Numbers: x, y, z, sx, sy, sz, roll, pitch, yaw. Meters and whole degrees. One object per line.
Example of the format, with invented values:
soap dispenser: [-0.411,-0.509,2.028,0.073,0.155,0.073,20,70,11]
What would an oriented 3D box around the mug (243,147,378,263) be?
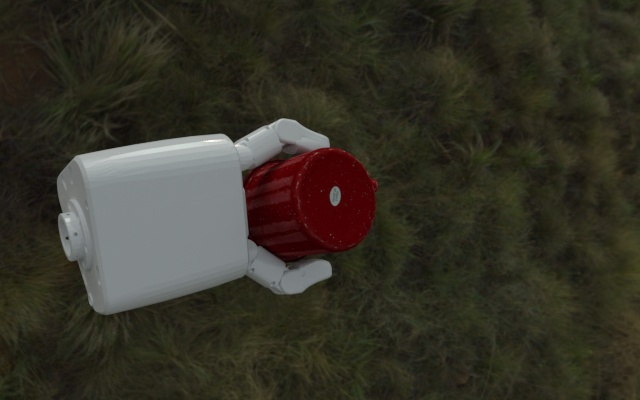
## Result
mug: [0.001,0.001,0.401,0.117,0.093,0.081,-14,1,-37]
